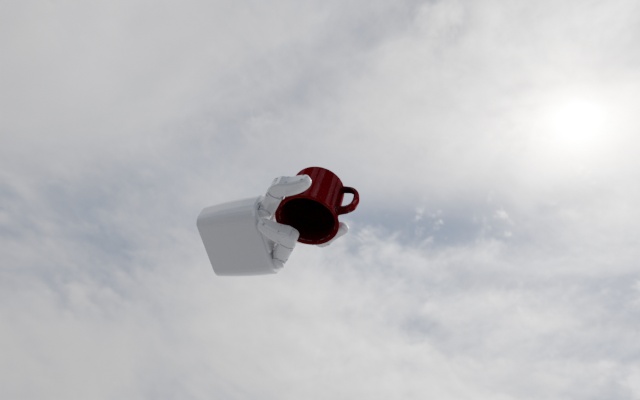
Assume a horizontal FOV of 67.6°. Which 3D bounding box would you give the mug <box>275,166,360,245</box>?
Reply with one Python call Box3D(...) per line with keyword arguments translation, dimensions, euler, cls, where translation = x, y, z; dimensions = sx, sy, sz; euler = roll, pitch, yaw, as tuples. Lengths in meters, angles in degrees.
Box3D(translation=(0.001, 0.002, 0.694), dimensions=(0.117, 0.093, 0.081), euler=(-9, 36, 23), cls="mug")
